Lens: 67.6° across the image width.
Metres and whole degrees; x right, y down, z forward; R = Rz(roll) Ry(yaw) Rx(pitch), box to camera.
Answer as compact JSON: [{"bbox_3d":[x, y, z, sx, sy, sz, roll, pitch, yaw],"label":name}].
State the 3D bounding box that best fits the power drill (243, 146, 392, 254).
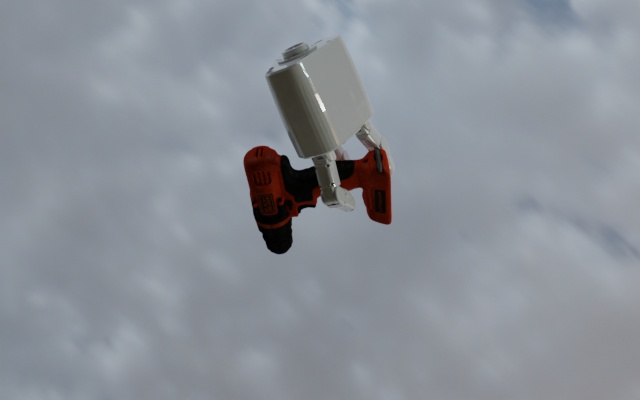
[{"bbox_3d":[0.001,0.002,0.643,0.187,0.057,0.185,-6,-45,2],"label":"power drill"}]
